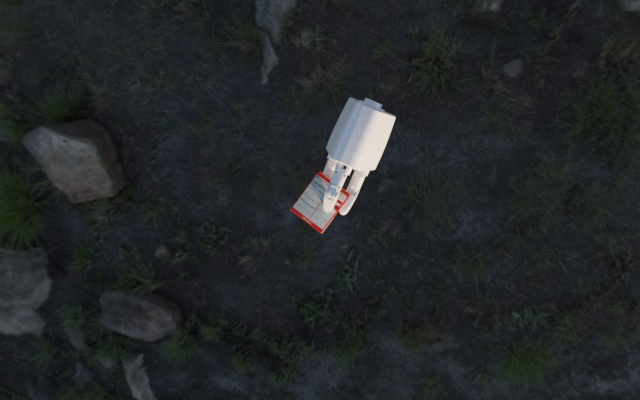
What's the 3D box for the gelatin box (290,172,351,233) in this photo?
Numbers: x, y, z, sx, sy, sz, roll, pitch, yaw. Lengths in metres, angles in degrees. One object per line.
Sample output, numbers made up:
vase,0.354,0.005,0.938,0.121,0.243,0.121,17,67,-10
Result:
gelatin box,0.000,0.003,0.874,0.073,0.089,0.030,37,10,2
